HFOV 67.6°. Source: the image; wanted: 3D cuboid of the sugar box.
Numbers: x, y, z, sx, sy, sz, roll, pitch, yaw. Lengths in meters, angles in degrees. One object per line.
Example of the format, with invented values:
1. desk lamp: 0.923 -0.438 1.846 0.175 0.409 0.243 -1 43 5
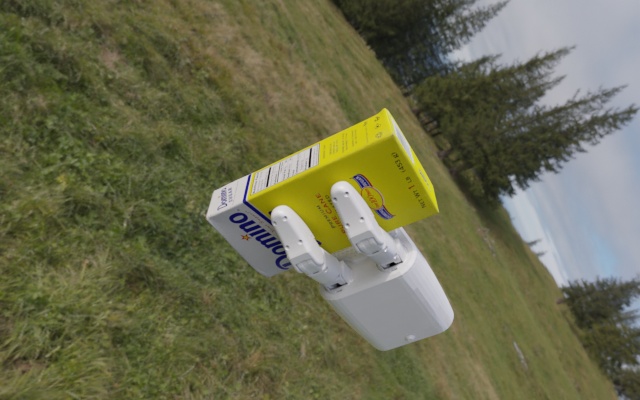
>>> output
1. sugar box: 0.000 0.002 0.411 0.176 0.093 0.048 -25 35 19
